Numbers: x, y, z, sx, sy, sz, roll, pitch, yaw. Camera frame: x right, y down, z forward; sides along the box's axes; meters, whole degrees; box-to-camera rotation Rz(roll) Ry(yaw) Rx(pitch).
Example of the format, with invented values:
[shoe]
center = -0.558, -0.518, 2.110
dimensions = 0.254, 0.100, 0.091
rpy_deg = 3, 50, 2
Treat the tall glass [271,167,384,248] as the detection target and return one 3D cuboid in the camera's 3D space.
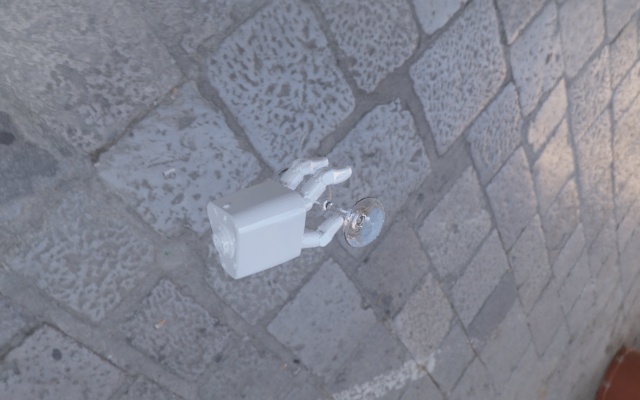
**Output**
[tall glass]
center = 0.001, 0.003, 0.727
dimensions = 0.079, 0.079, 0.201
rpy_deg = 0, 17, -39
